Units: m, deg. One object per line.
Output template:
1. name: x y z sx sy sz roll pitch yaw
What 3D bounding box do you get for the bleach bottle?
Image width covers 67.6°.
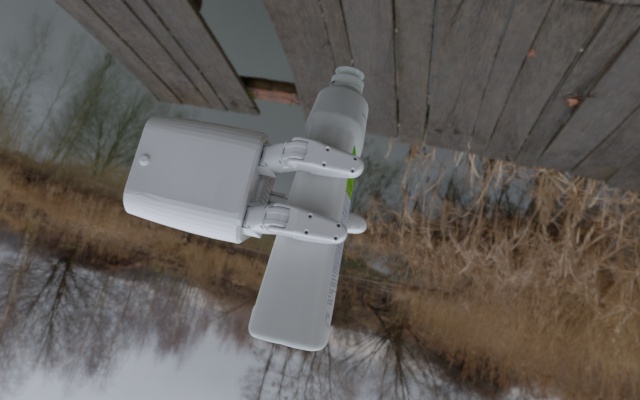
1. bleach bottle: 0.000 0.001 0.435 0.068 0.250 0.102 12 -11 6
